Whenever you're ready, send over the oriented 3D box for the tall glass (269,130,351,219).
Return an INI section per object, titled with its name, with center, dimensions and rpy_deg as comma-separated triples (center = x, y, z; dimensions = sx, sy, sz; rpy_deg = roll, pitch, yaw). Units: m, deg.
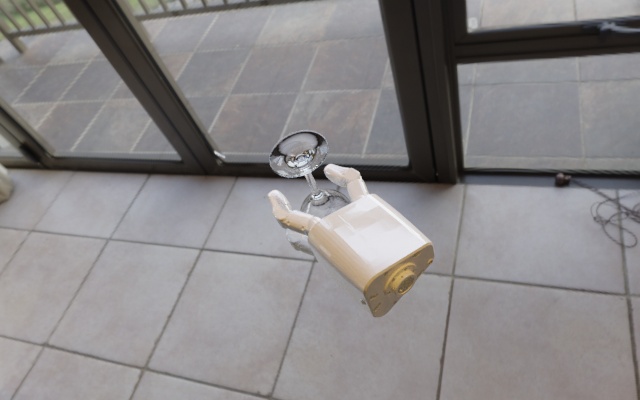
[tall glass]
center = 0.000, 0.002, 0.644
dimensions = 0.079, 0.079, 0.201
rpy_deg = 0, -36, 19
